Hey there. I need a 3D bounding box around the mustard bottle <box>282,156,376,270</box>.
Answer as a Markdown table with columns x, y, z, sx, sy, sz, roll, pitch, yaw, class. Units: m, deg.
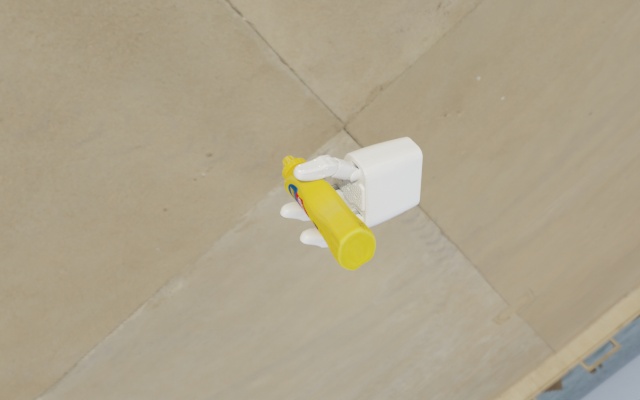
| x | y | z | sx | sy | sz | roll | pitch | yaw | class |
| --- | --- | --- | --- | --- | --- | --- | --- | --- | --- |
| 0.000 | 0.002 | 0.658 | 0.058 | 0.191 | 0.096 | -35 | -33 | -4 | mustard bottle |
